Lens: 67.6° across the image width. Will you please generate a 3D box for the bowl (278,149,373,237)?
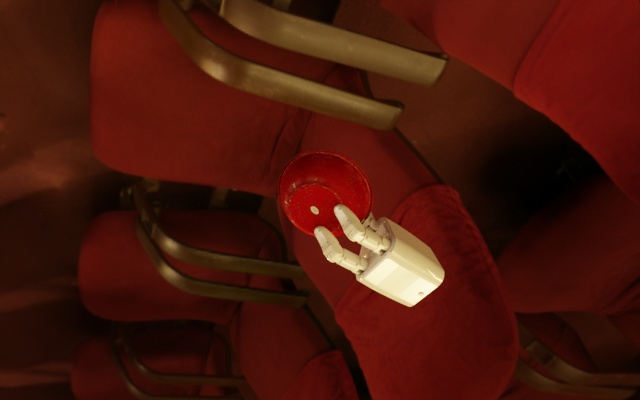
[{"bbox_3d":[-0.001,0.002,0.763,0.162,0.162,0.055,0,28,17],"label":"bowl"}]
